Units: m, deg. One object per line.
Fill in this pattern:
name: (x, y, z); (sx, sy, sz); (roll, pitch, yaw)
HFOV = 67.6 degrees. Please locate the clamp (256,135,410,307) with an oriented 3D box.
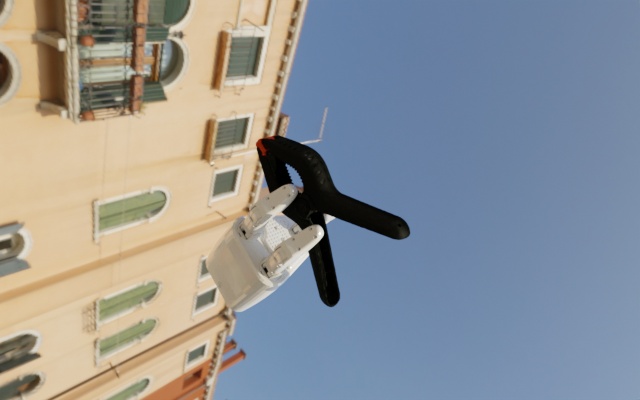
clamp: (0.000, 0.001, 0.537); (0.036, 0.210, 0.165); (-21, -16, -44)
